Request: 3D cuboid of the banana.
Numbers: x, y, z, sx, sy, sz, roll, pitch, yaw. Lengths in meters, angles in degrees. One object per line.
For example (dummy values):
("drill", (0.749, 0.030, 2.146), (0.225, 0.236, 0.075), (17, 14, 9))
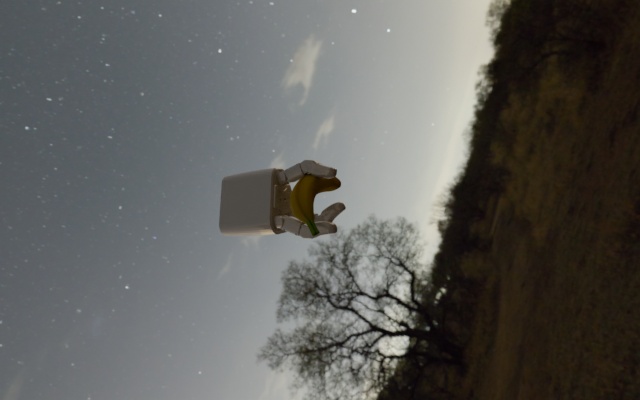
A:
("banana", (-0.011, -0.011, 0.782), (0.037, 0.070, 0.197), (-27, 16, 25))
